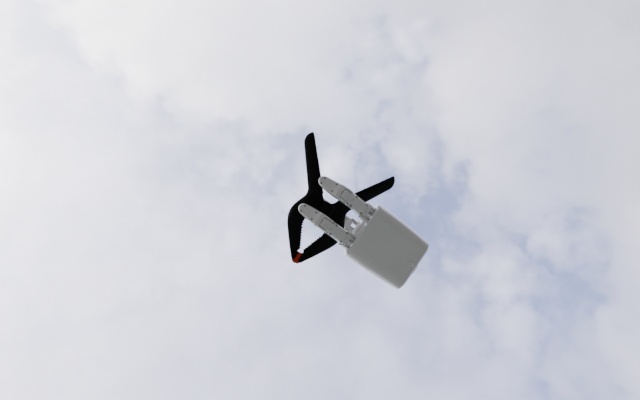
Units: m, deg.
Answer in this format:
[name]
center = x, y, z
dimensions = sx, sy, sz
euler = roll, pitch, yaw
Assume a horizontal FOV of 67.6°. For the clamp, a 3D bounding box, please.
[clamp]
center = 0.000, 0.003, 0.783
dimensions = 0.164, 0.210, 0.036
euler = 35, -5, 1
